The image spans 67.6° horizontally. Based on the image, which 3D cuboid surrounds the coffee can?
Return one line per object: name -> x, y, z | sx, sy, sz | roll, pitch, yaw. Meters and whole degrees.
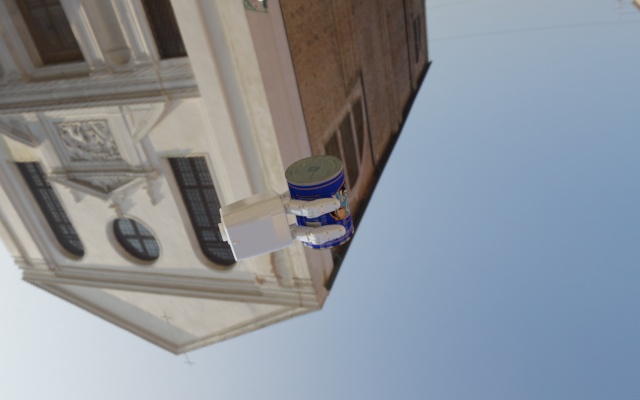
coffee can -> 0.000, 0.003, 0.866 | 0.103, 0.140, 0.102 | -9, 30, 5
